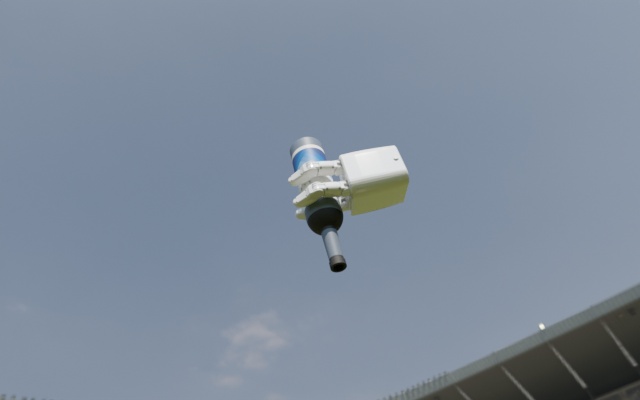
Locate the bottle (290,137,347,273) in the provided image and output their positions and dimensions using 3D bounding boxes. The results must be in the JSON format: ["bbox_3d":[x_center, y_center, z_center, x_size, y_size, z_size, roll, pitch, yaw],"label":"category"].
[{"bbox_3d":[0.000,0.003,0.867,0.069,0.295,0.069,-9,-42,-8],"label":"bottle"}]
